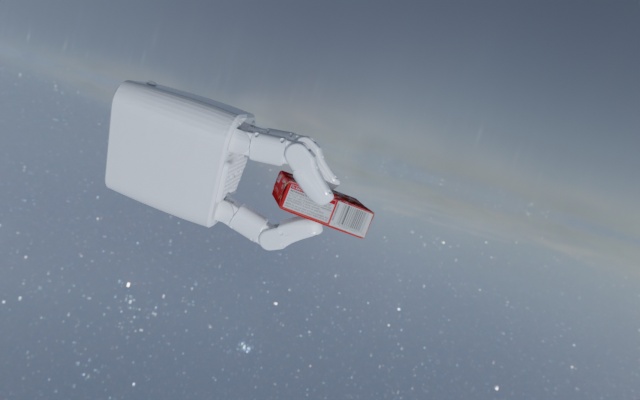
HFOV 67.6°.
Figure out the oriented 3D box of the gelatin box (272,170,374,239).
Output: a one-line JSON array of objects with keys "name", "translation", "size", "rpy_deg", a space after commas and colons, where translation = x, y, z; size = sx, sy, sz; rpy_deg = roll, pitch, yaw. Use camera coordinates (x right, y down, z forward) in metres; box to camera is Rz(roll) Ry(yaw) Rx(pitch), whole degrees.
[{"name": "gelatin box", "translation": [0.000, 0.002, 0.465], "size": [0.089, 0.030, 0.073], "rpy_deg": [21, 6, -13]}]
